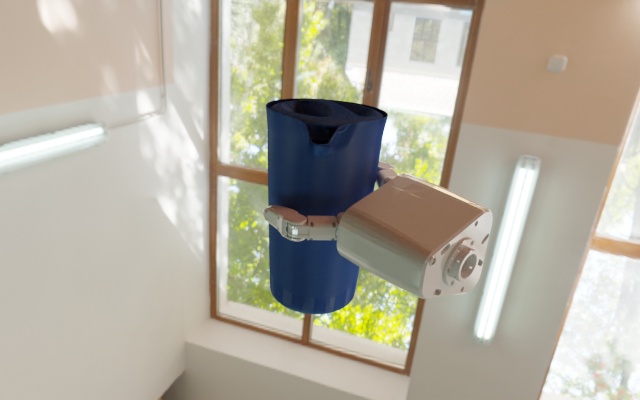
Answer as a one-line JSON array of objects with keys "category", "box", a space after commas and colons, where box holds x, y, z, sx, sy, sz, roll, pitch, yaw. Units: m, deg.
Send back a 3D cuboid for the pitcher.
[{"category": "pitcher", "box": [0.000, 0.002, 0.572, 0.149, 0.243, 0.145, -14, 28, -40]}]
